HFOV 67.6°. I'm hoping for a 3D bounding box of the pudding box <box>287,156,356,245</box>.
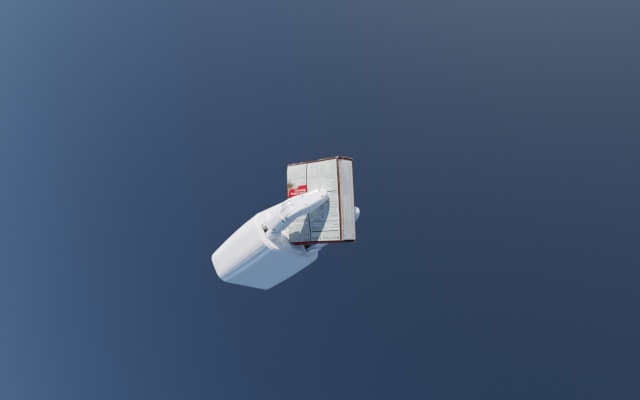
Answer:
[{"bbox_3d":[0.000,0.002,0.642,0.090,0.113,0.039,-5,-4,36],"label":"pudding box"}]
